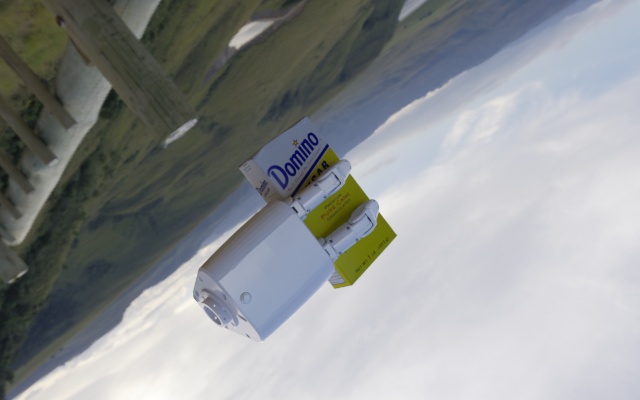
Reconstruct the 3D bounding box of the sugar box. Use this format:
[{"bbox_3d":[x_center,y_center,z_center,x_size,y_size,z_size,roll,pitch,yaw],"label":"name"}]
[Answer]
[{"bbox_3d":[0.000,0.002,0.538,0.093,0.176,0.048,-43,11,-32],"label":"sugar box"}]
